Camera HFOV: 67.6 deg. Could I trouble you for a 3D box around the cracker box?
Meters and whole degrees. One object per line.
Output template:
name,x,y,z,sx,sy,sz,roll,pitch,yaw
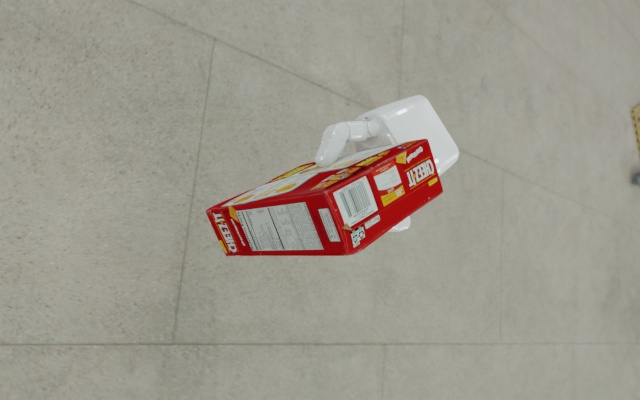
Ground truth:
cracker box,0.000,0.002,0.535,0.164,0.072,0.214,-29,14,-40
